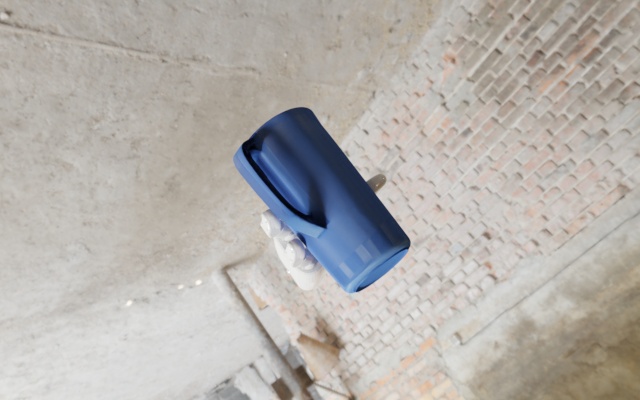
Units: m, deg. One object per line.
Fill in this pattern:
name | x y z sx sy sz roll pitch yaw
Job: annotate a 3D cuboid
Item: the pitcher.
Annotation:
pitcher | 0.000 0.002 0.638 0.149 0.242 0.145 -34 -20 -16
